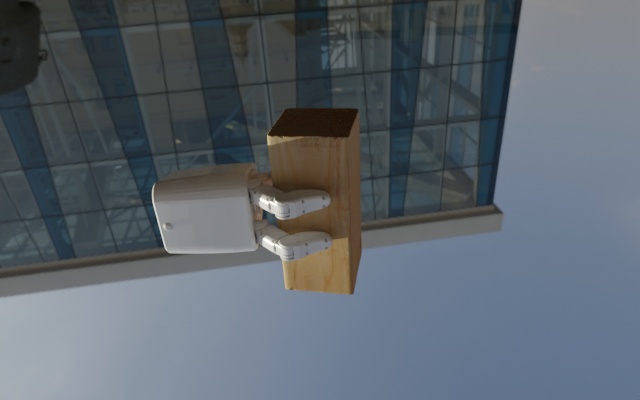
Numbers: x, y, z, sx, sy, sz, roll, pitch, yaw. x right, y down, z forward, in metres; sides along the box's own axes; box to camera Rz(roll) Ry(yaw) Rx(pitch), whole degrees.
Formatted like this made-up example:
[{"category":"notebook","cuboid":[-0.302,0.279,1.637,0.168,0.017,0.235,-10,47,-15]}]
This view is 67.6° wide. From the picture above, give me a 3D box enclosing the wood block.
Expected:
[{"category":"wood block","cuboid":[0.000,0.002,0.575,0.090,0.206,0.090,2,31,10]}]
